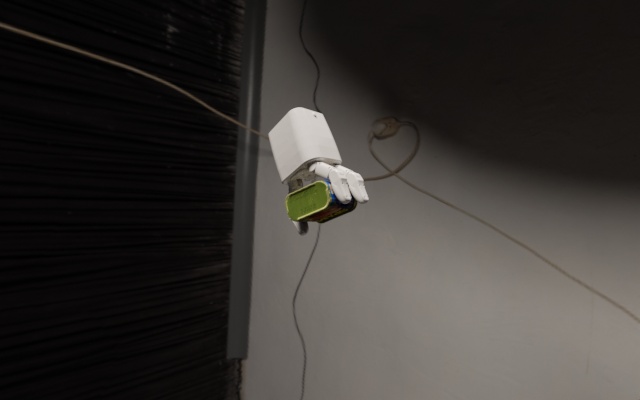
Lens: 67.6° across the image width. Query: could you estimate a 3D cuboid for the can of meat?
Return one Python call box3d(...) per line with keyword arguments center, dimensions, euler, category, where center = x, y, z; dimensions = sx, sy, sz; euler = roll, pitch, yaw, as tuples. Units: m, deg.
box3d(center=(0.000, 0.003, 0.849), dimensions=(0.102, 0.057, 0.084), euler=(-24, -16, 33), category="can of meat")
